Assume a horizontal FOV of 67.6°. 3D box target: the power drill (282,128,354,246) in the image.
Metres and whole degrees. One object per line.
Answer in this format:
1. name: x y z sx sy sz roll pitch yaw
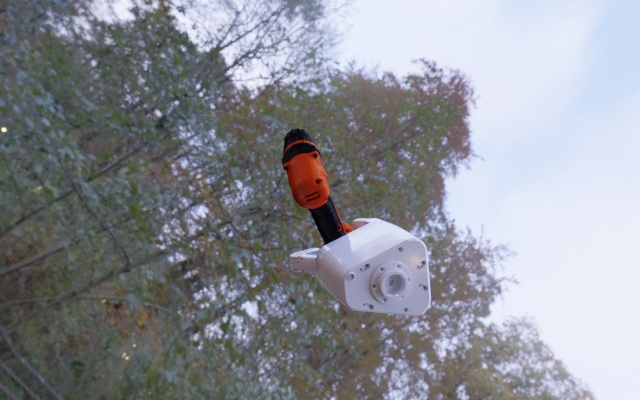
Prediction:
1. power drill: 0.000 0.003 0.678 0.057 0.188 0.184 -23 31 6
